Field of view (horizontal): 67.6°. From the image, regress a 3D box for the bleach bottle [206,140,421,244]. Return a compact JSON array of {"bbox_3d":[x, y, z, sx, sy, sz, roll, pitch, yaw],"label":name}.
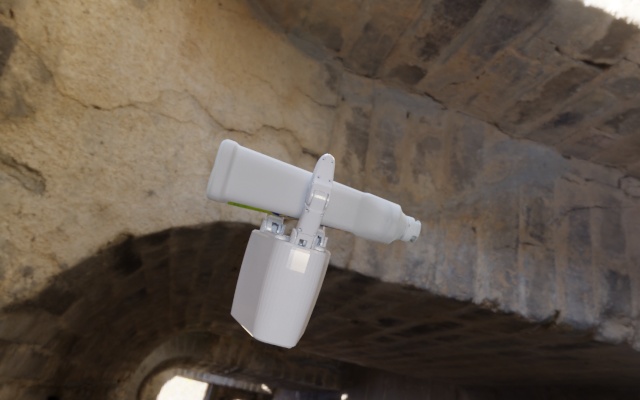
[{"bbox_3d":[0.000,0.002,0.553,0.251,0.068,0.102,17,-3,-10],"label":"bleach bottle"}]
